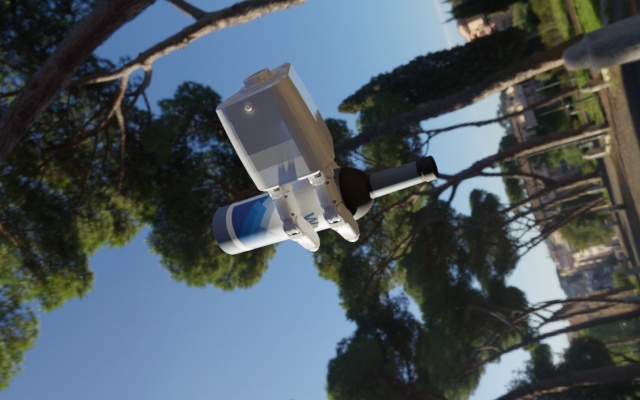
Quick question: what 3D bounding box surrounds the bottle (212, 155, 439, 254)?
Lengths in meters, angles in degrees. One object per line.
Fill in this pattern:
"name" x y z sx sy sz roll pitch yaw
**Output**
"bottle" 0.000 0.002 0.593 0.296 0.069 0.069 -17 -8 26
